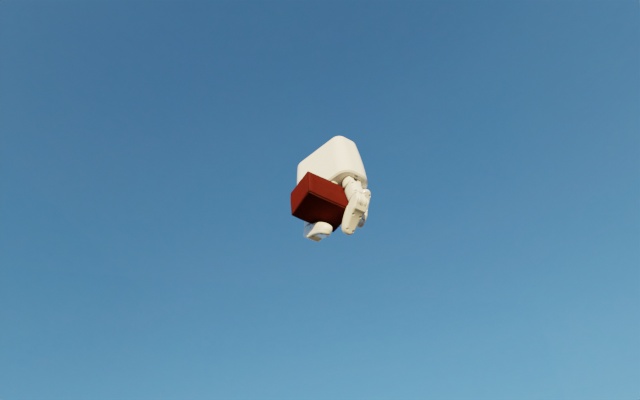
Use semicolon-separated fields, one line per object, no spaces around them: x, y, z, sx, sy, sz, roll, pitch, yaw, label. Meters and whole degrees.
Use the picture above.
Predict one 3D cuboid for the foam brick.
0.000;0.002;0.715;0.078;0.053;0.051;24;34;-24;foam brick
